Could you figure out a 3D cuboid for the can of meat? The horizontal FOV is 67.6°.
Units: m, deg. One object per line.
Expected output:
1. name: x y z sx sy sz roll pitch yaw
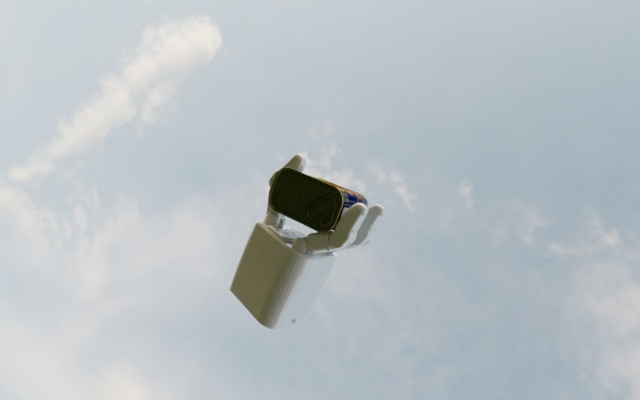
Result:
1. can of meat: 0.000 0.002 0.606 0.102 0.057 0.084 24 7 29
